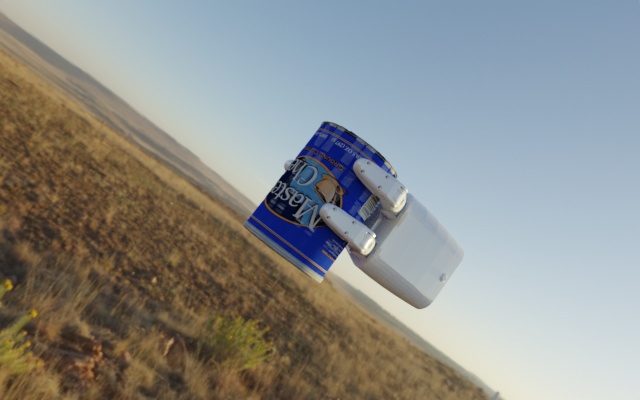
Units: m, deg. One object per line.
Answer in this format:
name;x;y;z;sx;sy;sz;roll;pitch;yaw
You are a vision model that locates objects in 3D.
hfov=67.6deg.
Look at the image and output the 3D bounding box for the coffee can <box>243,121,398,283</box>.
coffee can;0.000;0.002;0.513;0.103;0.140;0.103;37;-6;5
